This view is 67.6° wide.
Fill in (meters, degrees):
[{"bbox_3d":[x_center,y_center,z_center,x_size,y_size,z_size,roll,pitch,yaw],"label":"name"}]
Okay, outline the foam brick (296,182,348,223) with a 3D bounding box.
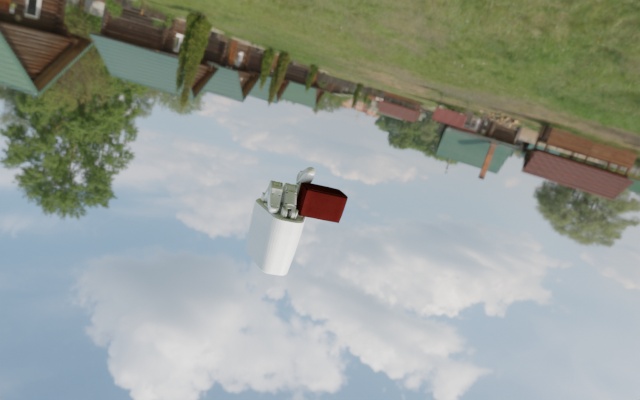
[{"bbox_3d":[0.000,0.003,0.860,0.078,0.051,0.053,12,13,-17],"label":"foam brick"}]
